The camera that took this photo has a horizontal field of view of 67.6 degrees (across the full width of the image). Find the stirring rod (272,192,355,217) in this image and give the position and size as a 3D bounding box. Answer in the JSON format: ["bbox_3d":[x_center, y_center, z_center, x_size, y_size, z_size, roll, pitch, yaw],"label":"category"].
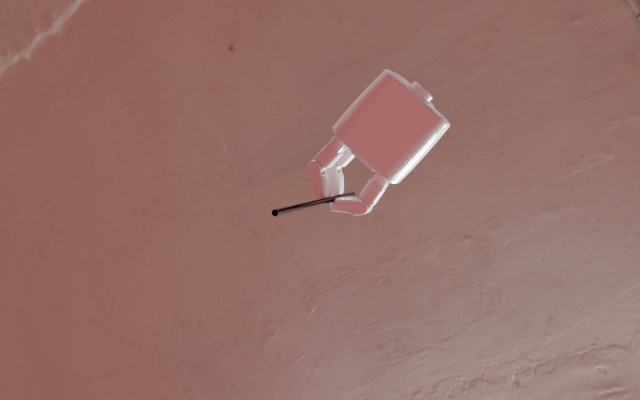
[{"bbox_3d":[0.000,0.002,0.638,0.011,0.011,0.239,0,6,25],"label":"stirring rod"}]
